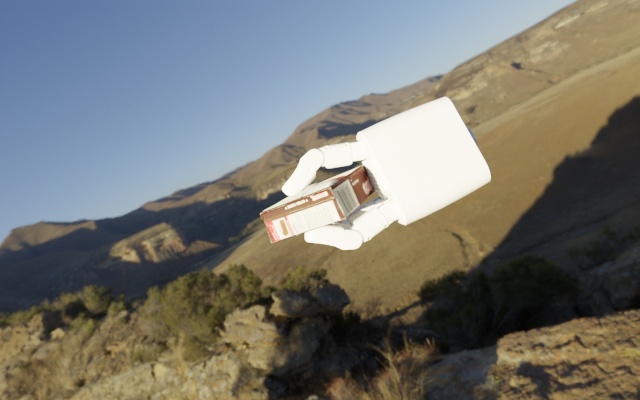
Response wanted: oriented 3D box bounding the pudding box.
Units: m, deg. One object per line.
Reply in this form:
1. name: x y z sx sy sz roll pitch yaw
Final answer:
1. pudding box: 0.000 0.002 0.522 0.090 0.039 0.113 -21 5 26
